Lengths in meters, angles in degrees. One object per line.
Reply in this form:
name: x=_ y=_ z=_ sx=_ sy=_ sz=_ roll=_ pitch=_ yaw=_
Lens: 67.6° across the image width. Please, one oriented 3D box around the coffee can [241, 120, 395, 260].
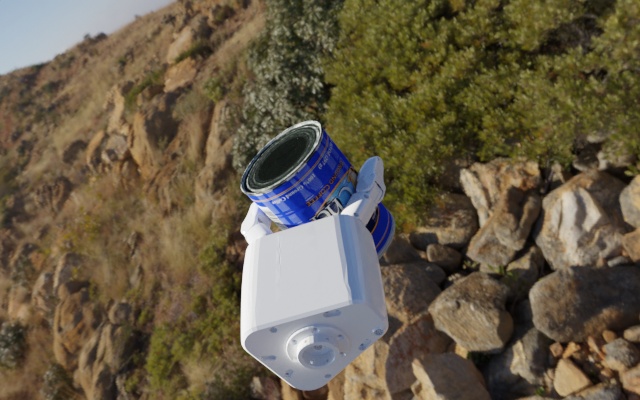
coffee can: x=0.000 y=0.002 z=0.506 sx=0.103 sy=0.102 sz=0.140 roll=0 pitch=-41 yaw=50
